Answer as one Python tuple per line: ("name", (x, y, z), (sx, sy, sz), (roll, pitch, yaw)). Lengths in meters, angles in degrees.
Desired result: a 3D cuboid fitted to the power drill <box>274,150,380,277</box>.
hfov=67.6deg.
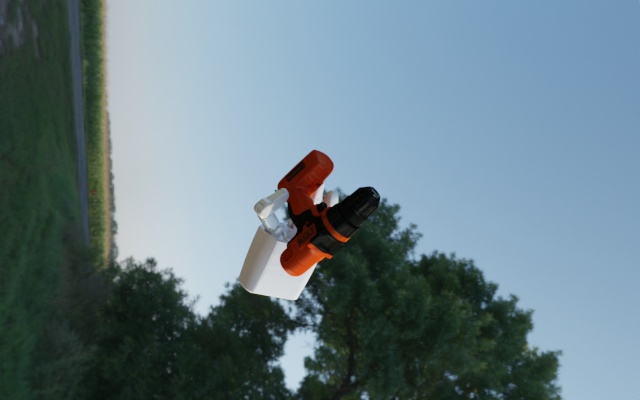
("power drill", (0.000, 0.002, 0.740), (0.057, 0.184, 0.187), (36, 23, -33))
